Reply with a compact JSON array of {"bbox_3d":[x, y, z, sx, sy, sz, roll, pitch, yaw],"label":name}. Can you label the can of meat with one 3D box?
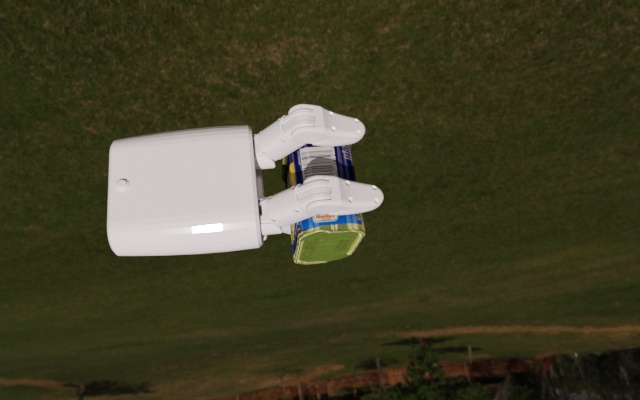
[{"bbox_3d":[0.000,0.002,0.402,0.057,0.084,0.102,-5,-20,-8],"label":"can of meat"}]
